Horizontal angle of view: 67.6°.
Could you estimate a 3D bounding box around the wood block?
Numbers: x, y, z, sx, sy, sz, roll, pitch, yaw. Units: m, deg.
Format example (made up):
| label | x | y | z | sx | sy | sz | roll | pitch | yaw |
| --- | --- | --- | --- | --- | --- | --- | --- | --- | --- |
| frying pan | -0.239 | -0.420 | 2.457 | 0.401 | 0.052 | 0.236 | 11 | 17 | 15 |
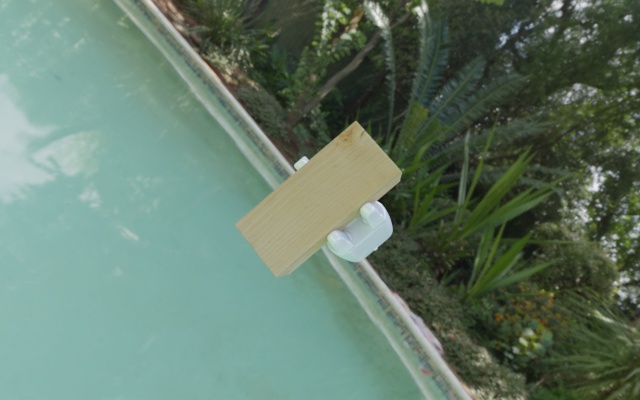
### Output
| label | x | y | z | sx | sy | sz | roll | pitch | yaw |
| --- | --- | --- | --- | --- | --- | --- | --- | --- | --- |
| wood block | 0.000 | 0.002 | 0.645 | 0.206 | 0.091 | 0.090 | -41 | -9 | 2 |
